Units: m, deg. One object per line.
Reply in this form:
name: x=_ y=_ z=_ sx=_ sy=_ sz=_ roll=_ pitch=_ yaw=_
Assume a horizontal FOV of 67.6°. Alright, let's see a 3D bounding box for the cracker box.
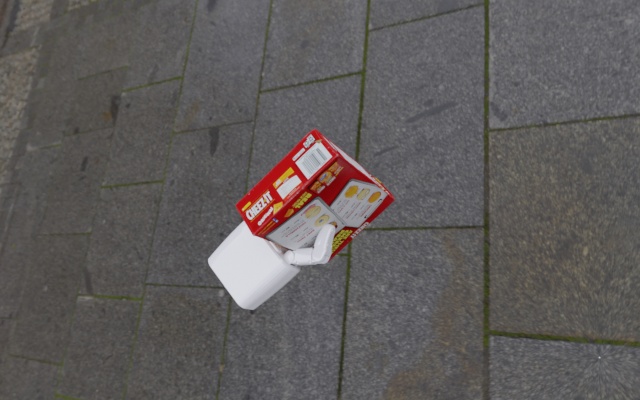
cracker box: x=0.000 y=0.002 z=0.738 sx=0.164 sy=0.072 sz=0.214 roll=-44 pitch=-32 yaw=11
